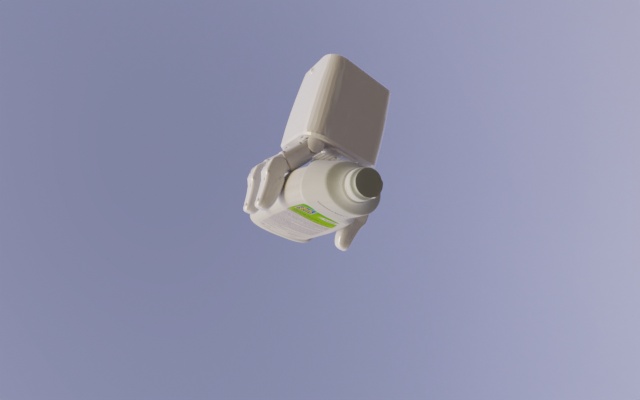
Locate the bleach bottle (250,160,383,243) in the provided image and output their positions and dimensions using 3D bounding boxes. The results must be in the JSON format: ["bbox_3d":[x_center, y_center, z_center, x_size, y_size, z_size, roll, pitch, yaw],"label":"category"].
[{"bbox_3d":[0.000,0.002,0.540,0.102,0.068,0.251,21,-15,-20],"label":"bleach bottle"}]
